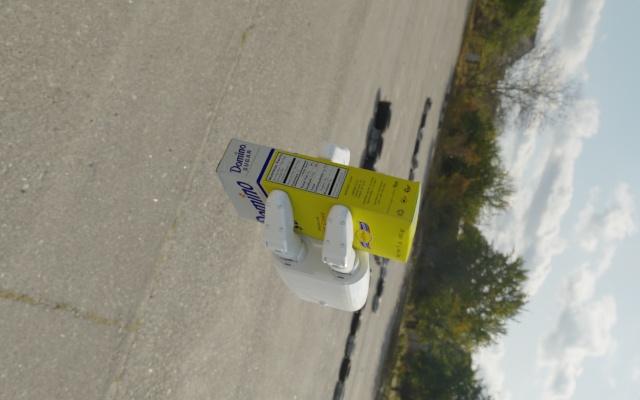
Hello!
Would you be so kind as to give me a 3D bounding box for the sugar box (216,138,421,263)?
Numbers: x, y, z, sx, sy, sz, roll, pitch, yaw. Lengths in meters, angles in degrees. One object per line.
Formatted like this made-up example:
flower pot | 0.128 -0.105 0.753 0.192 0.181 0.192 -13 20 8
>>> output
sugar box | 0.000 0.002 0.441 0.176 0.048 0.093 12 -27 13
